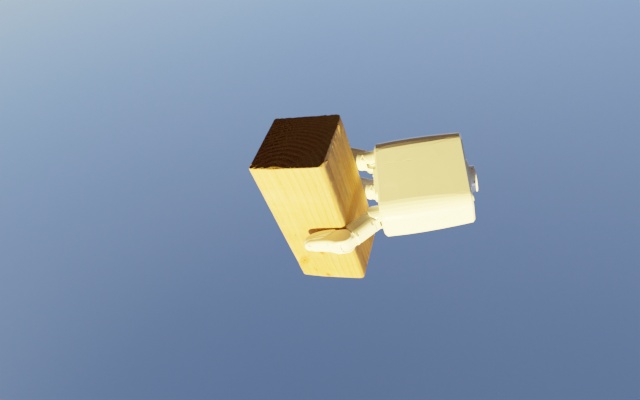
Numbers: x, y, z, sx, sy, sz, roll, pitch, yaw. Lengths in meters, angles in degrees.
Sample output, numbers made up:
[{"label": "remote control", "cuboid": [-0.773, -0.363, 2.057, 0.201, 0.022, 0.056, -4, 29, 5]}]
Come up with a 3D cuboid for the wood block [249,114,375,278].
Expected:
[{"label": "wood block", "cuboid": [0.000, 0.002, 0.607, 0.090, 0.090, 0.206, 0, -42, 23]}]
